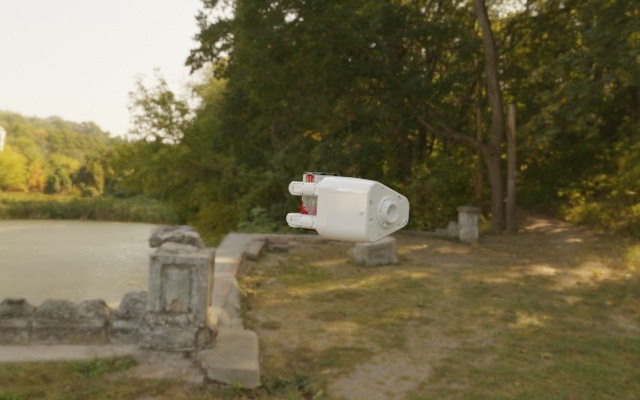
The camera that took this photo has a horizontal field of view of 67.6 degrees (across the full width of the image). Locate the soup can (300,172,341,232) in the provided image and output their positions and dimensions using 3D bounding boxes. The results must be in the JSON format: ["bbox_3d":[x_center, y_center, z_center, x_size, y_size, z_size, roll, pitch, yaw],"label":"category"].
[{"bbox_3d":[0.000,0.002,0.843,0.068,0.102,0.068,3,2,0],"label":"soup can"}]
